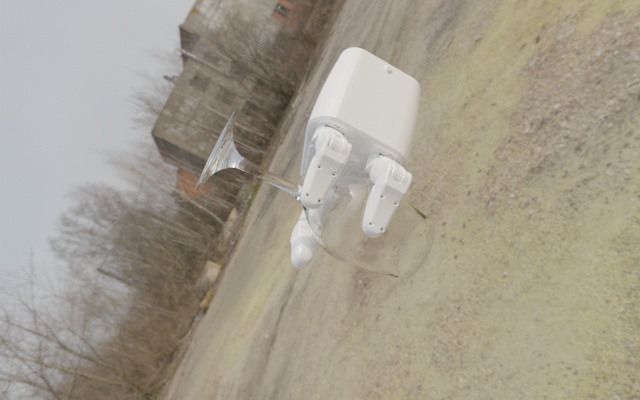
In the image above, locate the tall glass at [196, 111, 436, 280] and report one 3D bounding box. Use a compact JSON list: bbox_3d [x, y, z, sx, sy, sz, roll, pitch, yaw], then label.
[{"bbox_3d":[-0.001,0.001,0.419,0.201,0.079,0.079,27,-6,-11],"label":"tall glass"}]
